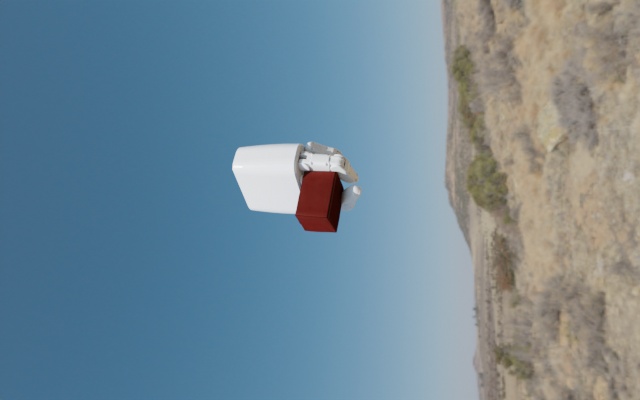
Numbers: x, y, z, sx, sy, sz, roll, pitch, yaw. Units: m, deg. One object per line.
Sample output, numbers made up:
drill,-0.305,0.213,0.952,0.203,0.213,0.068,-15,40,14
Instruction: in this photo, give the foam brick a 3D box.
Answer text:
foam brick,0.000,0.003,0.704,0.051,0.078,0.053,1,-29,17
